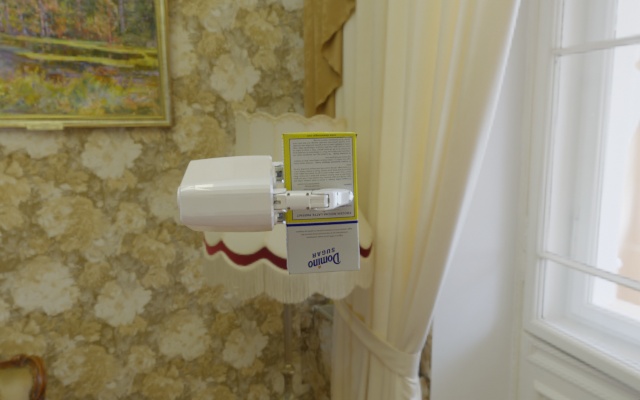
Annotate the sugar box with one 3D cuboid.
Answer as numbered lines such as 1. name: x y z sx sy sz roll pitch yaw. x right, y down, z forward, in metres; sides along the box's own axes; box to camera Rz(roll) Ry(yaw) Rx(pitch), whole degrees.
1. sugar box: 0.000 0.002 0.608 0.093 0.176 0.048 -2 9 -7
